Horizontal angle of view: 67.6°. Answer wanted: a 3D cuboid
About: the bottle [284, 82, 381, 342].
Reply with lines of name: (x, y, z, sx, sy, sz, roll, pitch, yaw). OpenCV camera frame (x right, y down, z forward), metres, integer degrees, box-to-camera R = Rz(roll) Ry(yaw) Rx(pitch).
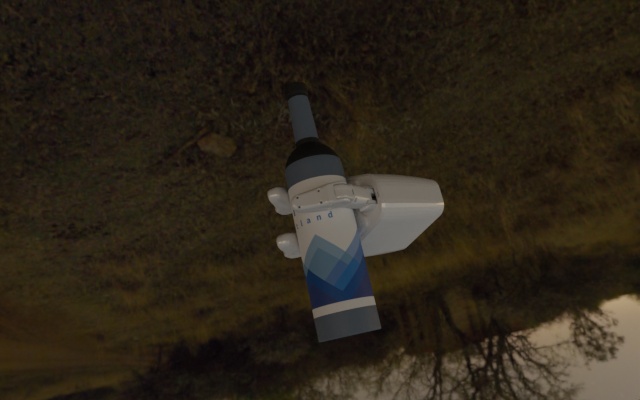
bottle: (0.000, 0.002, 0.534, 0.069, 0.295, 0.069, -12, -16, -3)
